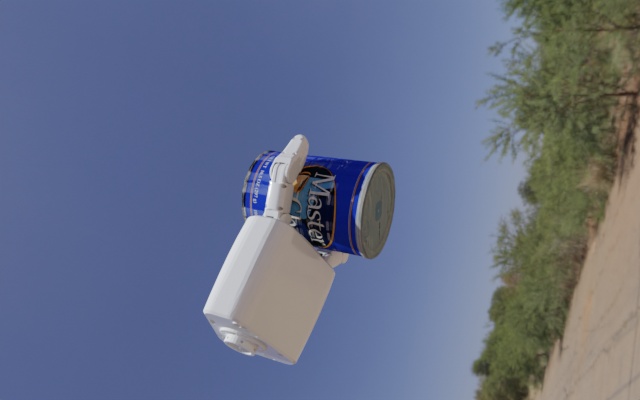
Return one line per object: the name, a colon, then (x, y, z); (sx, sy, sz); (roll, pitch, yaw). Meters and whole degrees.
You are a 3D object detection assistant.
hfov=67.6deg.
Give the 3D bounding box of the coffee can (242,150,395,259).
coffee can: (0.000, 0.002, 0.529); (0.140, 0.103, 0.103); (9, 4, 25)
